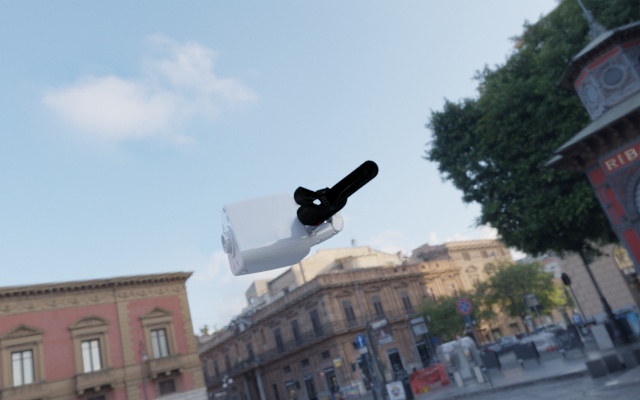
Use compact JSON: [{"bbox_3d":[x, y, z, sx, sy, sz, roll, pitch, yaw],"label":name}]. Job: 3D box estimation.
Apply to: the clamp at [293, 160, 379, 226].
[{"bbox_3d":[0.000,0.002,0.666,0.120,0.039,0.171,-13,-20,-25],"label":"clamp"}]
